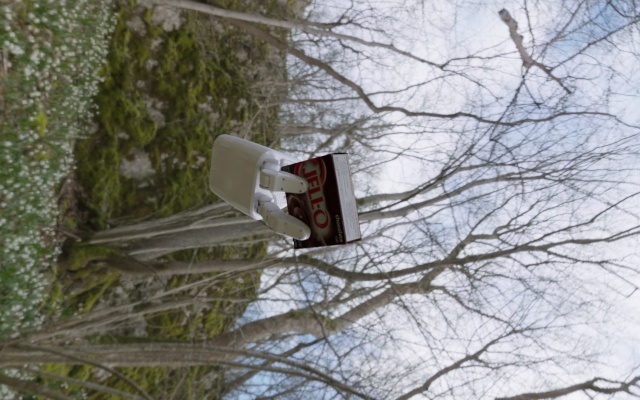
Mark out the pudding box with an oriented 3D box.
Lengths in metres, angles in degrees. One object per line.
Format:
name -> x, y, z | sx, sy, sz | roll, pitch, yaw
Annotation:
pudding box -> 0.000, 0.002, 0.601 | 0.090, 0.113, 0.039 | -11, 0, 43
